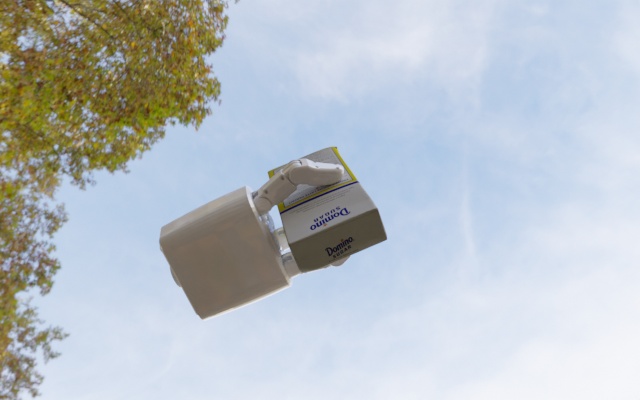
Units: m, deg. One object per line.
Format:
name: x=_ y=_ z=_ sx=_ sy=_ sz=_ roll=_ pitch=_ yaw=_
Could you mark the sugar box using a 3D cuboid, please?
sugar box: x=0.000 y=0.002 z=0.525 sx=0.093 sy=0.048 sz=0.176 roll=-22 pitch=31 yaw=-1
